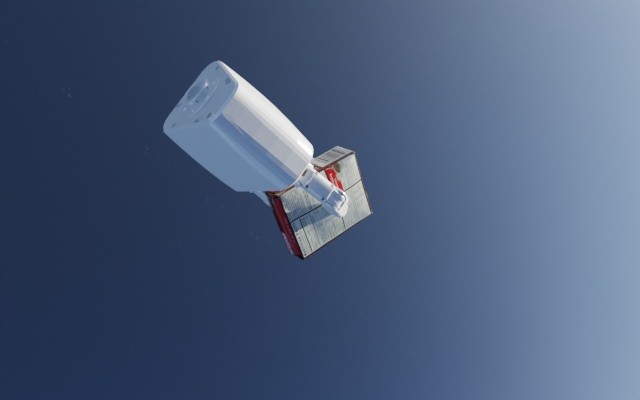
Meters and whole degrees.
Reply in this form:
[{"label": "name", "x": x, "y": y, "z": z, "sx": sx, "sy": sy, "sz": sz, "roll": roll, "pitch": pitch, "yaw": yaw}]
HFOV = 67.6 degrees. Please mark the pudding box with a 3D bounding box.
[{"label": "pudding box", "x": 0.000, "y": 0.002, "z": 0.557, "sx": 0.113, "sy": 0.090, "sz": 0.039, "roll": -31, "pitch": 29, "yaw": -23}]
